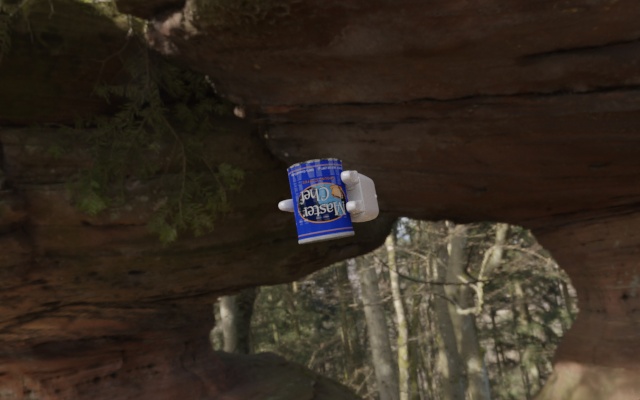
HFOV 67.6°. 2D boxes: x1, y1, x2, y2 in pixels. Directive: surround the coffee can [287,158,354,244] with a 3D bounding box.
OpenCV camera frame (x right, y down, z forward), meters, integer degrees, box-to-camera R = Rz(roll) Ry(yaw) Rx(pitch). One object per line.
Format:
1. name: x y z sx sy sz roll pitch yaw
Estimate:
1. coffee can: 0.000 0.003 0.875 0.103 0.140 0.103 -9 -6 -1
